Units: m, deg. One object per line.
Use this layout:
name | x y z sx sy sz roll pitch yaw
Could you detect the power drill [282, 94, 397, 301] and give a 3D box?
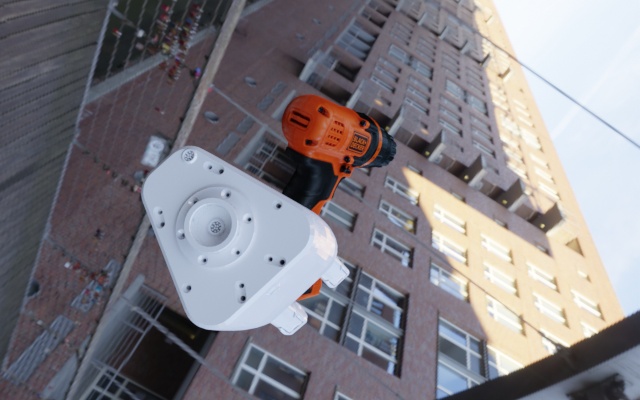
power drill | 0.000 0.002 0.461 0.057 0.188 0.184 27 10 29
